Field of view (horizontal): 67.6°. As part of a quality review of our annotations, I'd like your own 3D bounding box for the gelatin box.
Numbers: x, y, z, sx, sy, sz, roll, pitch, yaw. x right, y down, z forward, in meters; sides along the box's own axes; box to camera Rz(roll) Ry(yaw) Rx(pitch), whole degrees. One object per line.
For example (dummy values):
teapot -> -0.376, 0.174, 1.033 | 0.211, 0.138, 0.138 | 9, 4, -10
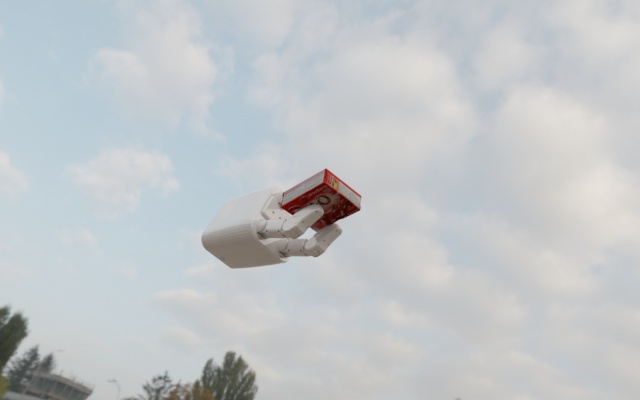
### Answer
gelatin box -> 0.000, 0.002, 0.660 | 0.089, 0.030, 0.073 | -28, -51, 35
